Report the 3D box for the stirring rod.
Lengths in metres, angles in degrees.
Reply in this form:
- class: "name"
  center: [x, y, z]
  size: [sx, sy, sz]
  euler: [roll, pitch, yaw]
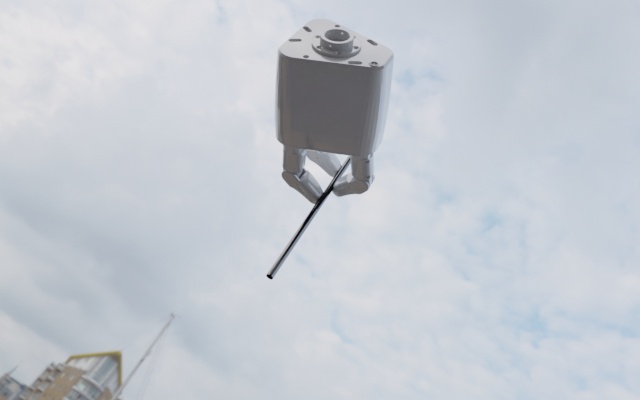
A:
- class: "stirring rod"
  center: [0.000, 0.002, 0.566]
  size: [0.011, 0.011, 0.239]
  euler: [0, 39, 34]
